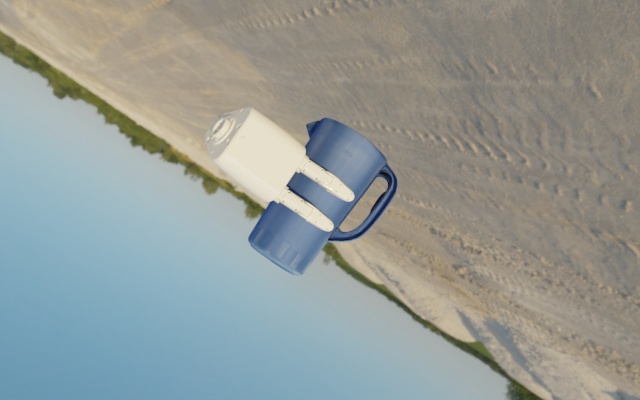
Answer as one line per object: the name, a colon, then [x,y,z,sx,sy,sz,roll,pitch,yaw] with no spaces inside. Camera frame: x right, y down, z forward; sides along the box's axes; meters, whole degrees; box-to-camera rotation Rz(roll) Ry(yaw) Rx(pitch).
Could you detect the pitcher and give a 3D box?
pitcher: [0.000,0.002,0.778,0.145,0.243,0.149,38,-6,-36]
